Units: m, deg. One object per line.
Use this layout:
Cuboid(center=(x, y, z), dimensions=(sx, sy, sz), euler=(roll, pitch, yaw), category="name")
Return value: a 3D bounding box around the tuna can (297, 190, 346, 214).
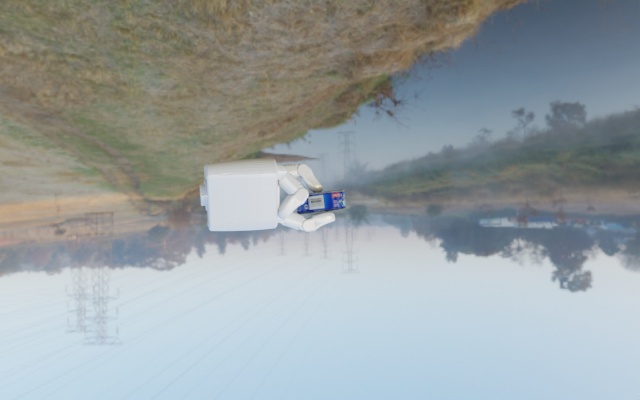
Cuboid(center=(0.000, 0.003, 0.818), dimensions=(0.086, 0.034, 0.086), euler=(-7, 0, 0), category="tuna can")
